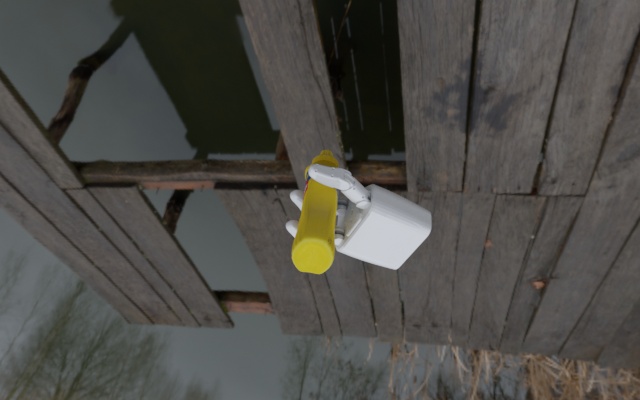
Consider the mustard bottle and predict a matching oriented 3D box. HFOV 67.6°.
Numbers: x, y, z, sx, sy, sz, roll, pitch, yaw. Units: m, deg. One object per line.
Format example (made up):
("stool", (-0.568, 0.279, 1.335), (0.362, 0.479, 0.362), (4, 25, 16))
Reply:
("mustard bottle", (0.000, 0.002, 0.694), (0.058, 0.191, 0.096), (7, -36, 1))
